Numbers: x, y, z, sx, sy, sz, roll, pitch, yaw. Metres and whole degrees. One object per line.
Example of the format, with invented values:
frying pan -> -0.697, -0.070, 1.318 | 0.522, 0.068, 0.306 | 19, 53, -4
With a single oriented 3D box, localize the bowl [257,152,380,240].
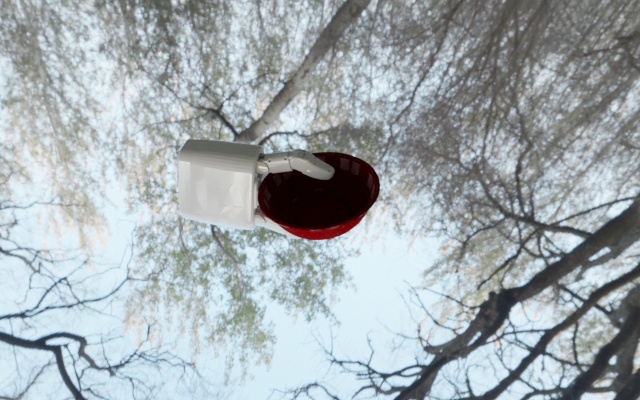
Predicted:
bowl -> 0.001, 0.003, 0.639 | 0.162, 0.055, 0.162 | -5, 40, 4
